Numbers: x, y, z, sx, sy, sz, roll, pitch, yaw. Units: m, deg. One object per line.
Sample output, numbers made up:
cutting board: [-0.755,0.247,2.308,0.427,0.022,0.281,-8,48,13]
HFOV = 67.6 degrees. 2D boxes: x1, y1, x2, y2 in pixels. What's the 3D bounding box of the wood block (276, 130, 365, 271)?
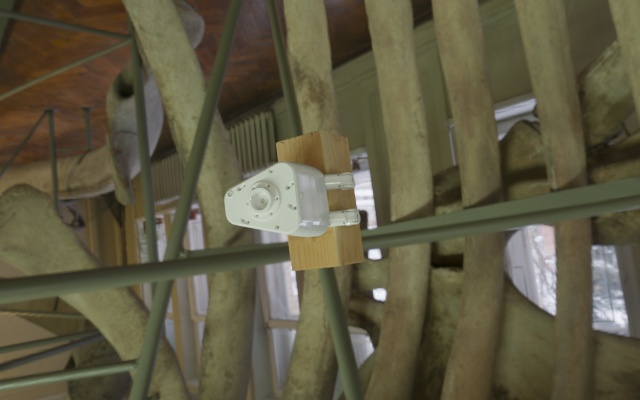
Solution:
wood block: [0.000,0.003,0.766,0.091,0.206,0.090,-10,-7,30]
